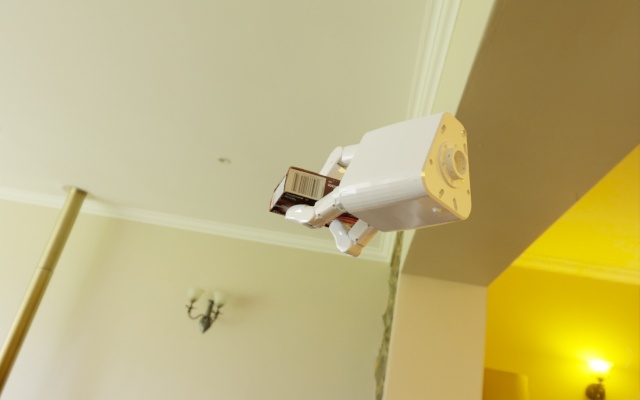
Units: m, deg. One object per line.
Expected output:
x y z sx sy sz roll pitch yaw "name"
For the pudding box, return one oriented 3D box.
0.000 0.002 0.601 0.113 0.039 0.090 18 -22 -12 "pudding box"
